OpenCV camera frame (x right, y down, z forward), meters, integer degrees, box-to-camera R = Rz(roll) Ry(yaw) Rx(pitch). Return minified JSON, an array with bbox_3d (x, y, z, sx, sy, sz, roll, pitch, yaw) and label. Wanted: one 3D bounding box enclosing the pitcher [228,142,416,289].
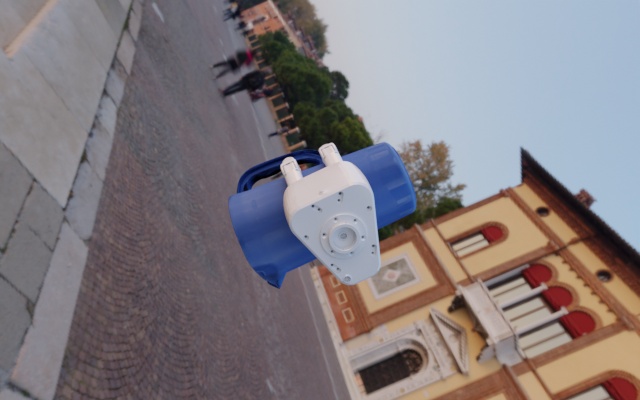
[{"bbox_3d":[0.000,0.002,0.675,0.243,0.149,0.145,-23,16,1],"label":"pitcher"}]
